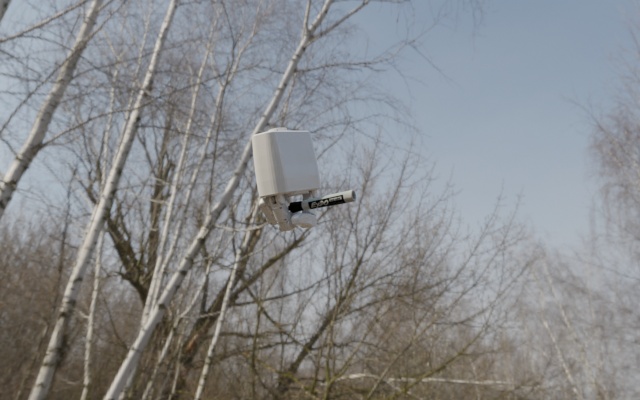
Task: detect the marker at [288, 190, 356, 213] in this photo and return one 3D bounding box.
[{"bbox_3d":[0.000,0.003,0.782,0.121,0.020,0.020,-11,-5,26],"label":"marker"}]
